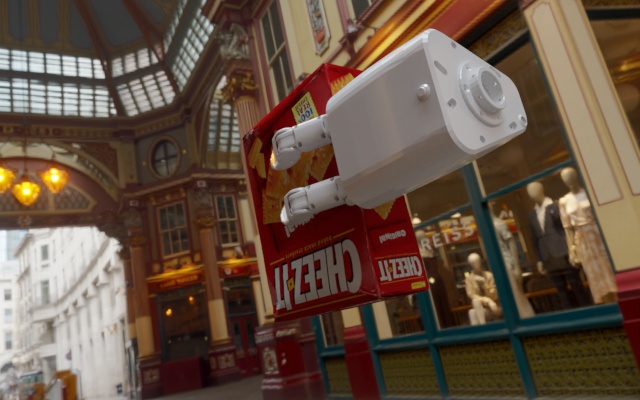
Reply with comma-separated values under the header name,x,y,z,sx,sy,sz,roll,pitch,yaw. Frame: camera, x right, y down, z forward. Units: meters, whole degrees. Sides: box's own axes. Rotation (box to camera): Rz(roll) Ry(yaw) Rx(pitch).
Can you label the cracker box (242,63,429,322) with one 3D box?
name,x,y,z,sx,sy,sz,roll,pitch,yaw
cracker box,0.000,0.001,0.475,0.072,0.213,0.164,0,-18,-38
